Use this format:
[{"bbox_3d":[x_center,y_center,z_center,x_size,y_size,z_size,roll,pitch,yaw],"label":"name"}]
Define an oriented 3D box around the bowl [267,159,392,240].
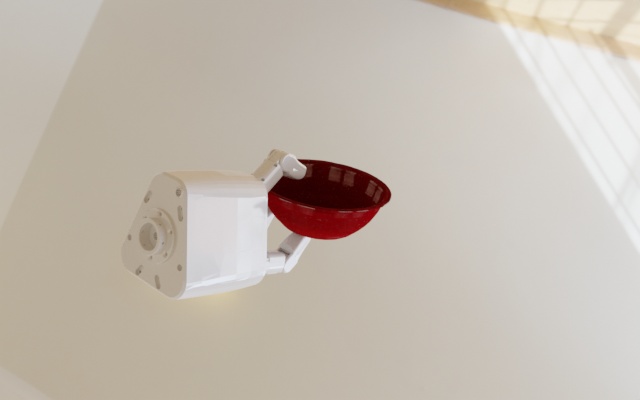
[{"bbox_3d":[0.001,0.002,0.571,0.162,0.055,0.162,7,23,-3],"label":"bowl"}]
